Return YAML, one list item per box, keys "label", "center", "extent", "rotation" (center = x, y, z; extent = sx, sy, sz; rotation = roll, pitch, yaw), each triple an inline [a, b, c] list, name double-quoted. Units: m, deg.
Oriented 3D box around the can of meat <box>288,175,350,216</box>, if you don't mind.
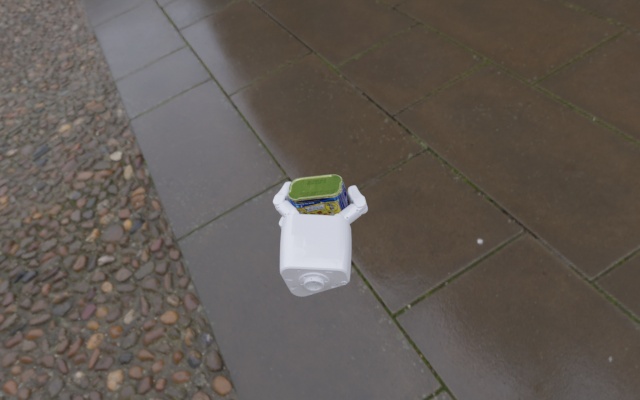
- label: "can of meat"
  center: [0.000, 0.003, 0.849]
  extent: [0.102, 0.057, 0.084]
  rotation: [-6, -42, 13]
